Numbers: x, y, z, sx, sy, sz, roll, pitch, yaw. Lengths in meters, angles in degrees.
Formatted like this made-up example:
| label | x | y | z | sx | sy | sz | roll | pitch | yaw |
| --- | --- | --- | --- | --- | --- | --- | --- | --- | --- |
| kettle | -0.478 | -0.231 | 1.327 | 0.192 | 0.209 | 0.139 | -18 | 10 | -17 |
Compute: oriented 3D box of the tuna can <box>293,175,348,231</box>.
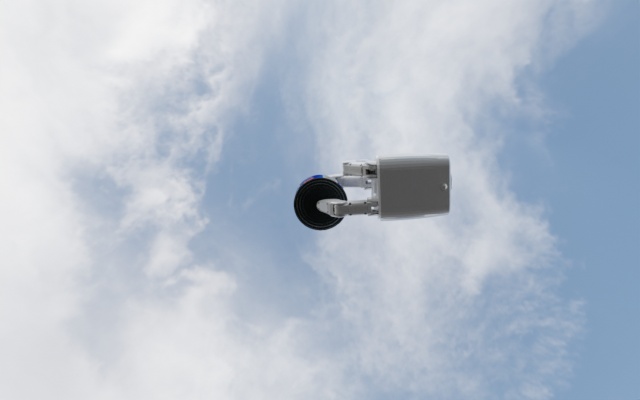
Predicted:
| label | x | y | z | sx | sy | sz | roll | pitch | yaw |
| --- | --- | --- | --- | --- | --- | --- | --- | --- | --- |
| tuna can | 0.000 | 0.002 | 0.762 | 0.086 | 0.086 | 0.033 | 0 | 14 | -2 |
